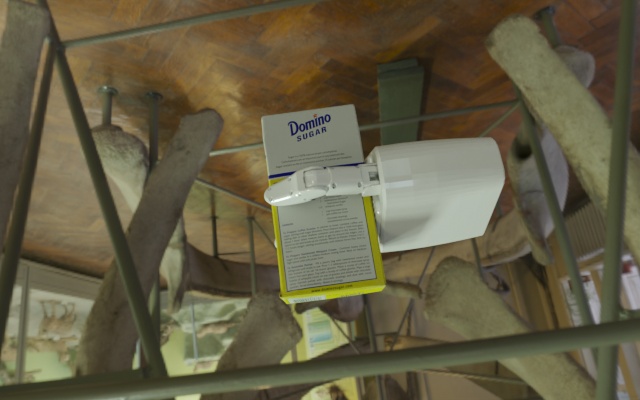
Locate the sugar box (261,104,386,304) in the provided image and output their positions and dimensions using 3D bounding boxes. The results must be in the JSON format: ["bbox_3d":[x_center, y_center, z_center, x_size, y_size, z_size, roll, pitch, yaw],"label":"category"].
[{"bbox_3d":[0.000,0.002,0.449,0.093,0.176,0.048,-7,-19,-1],"label":"sugar box"}]
